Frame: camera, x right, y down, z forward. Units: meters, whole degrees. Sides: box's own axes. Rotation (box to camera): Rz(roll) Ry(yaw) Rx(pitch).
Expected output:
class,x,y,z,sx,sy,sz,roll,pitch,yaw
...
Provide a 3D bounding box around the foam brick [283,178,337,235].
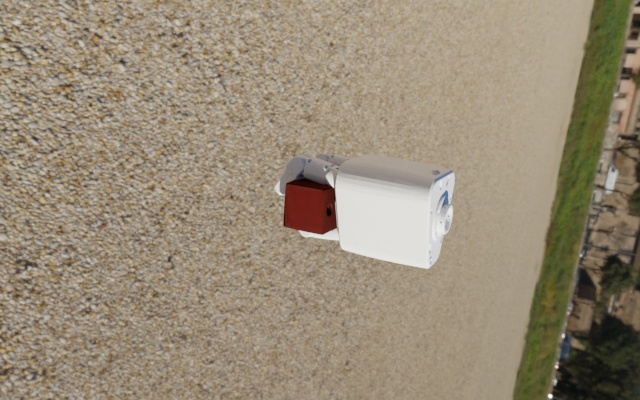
class,x,y,z,sx,sy,sz,roll,pitch,yaw
foam brick,0.000,0.002,0.555,0.051,0.053,0.078,12,18,28
